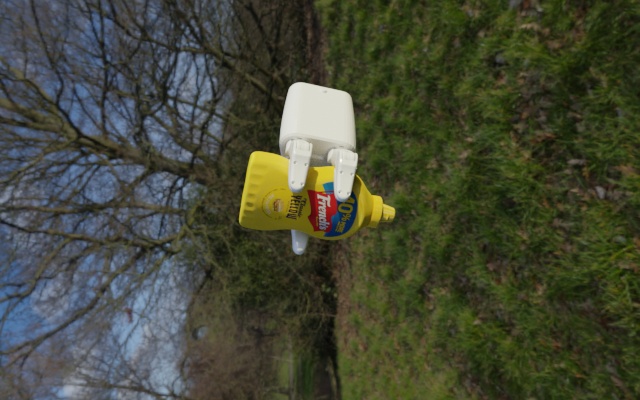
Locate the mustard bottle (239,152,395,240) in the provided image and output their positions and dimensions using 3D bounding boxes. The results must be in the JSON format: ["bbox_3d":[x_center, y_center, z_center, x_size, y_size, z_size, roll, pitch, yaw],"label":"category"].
[{"bbox_3d":[0.000,0.002,0.596,0.191,0.096,0.058,10,28,-10],"label":"mustard bottle"}]
